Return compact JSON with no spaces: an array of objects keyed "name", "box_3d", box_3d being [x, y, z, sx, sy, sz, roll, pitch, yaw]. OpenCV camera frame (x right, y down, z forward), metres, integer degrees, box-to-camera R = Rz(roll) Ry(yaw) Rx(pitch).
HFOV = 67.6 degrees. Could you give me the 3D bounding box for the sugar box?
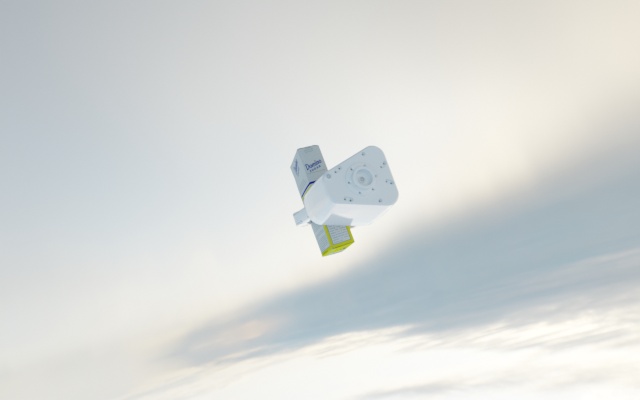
[{"name":"sugar box","box_3d":[0.001,0.003,0.809,0.048,0.176,0.093,-14,-12,-15]}]
